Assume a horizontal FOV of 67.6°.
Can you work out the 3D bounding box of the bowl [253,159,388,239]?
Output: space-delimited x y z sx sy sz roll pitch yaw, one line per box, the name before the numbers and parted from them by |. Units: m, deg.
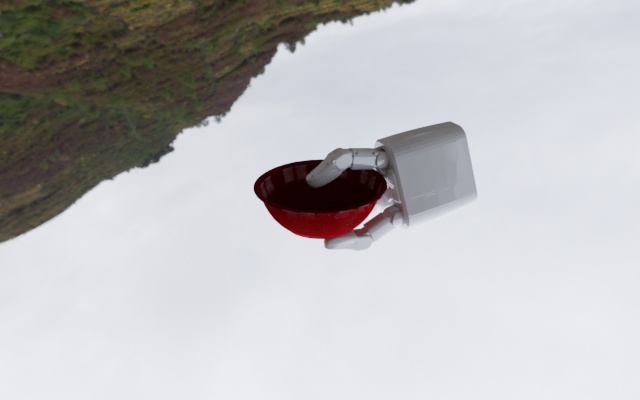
bowl | -0.001 0.002 0.589 0.162 0.055 0.162 -1 25 0
